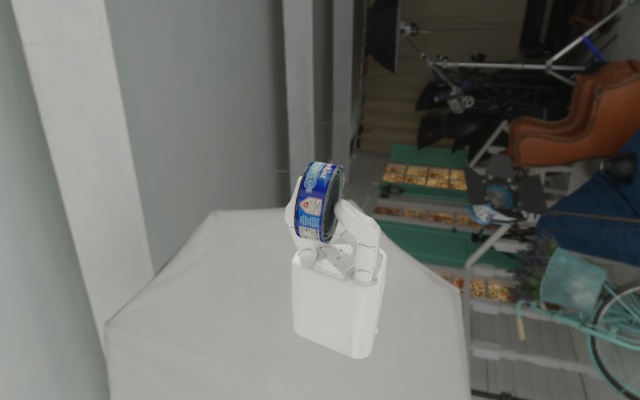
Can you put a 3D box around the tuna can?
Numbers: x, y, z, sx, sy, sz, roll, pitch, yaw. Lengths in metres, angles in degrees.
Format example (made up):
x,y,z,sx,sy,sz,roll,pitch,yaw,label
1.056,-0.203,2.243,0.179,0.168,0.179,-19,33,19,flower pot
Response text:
x,y,z,sx,sy,sz,roll,pitch,yaw,label
0.000,0.002,0.514,0.034,0.086,0.086,11,2,13,tuna can
